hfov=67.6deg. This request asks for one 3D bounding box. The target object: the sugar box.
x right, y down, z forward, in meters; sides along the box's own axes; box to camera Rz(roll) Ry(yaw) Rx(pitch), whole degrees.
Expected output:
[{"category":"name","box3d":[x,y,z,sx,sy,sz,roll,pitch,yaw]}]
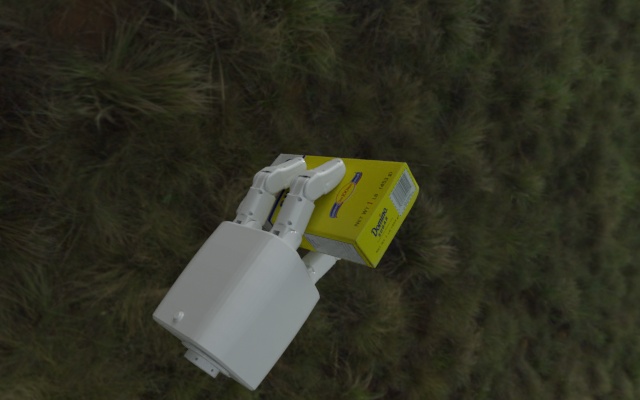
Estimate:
[{"category":"sugar box","box3d":[0.000,0.001,0.474,0.176,0.093,0.048,10,-34,43]}]
